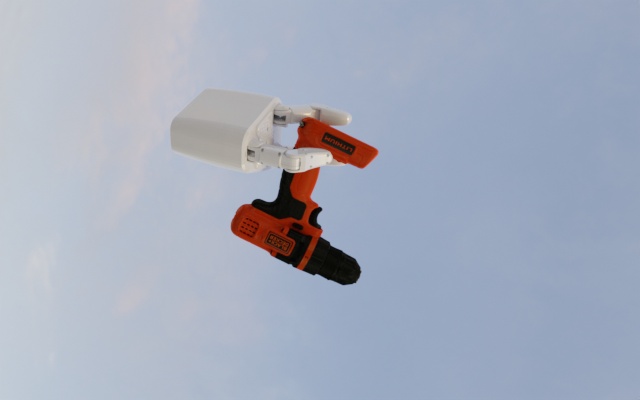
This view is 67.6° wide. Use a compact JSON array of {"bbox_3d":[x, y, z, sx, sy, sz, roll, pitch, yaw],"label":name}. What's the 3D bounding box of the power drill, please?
[{"bbox_3d":[0.000,0.001,0.616,0.184,0.187,0.057,26,7,-7],"label":"power drill"}]
